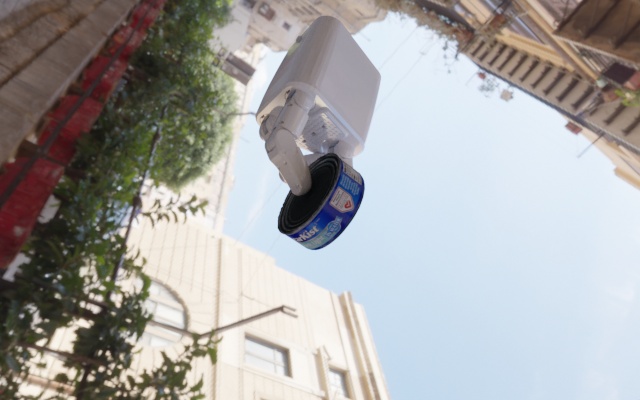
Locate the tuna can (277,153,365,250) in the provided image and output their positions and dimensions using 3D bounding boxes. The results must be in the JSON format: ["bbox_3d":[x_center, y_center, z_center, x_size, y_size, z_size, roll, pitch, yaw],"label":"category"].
[{"bbox_3d":[0.000,0.002,0.431,0.034,0.086,0.086,35,-15,-23],"label":"tuna can"}]
